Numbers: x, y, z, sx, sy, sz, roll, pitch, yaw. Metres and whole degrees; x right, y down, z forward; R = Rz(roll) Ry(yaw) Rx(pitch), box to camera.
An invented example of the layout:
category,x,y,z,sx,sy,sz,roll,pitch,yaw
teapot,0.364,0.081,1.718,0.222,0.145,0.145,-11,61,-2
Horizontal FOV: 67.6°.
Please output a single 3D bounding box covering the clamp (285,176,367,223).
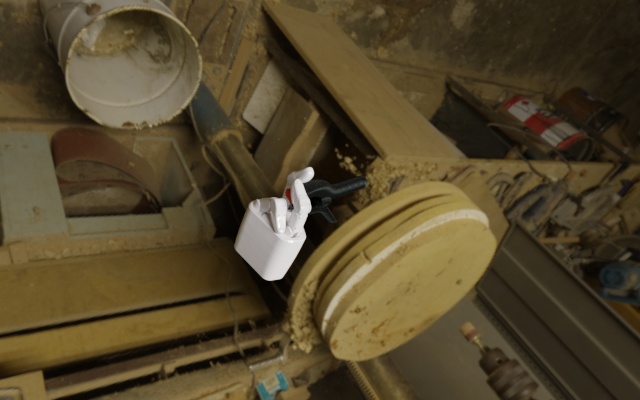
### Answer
category,x,y,z,sx,sy,sz,roll,pitch,yaw
clamp,0.000,0.003,0.886,0.171,0.120,0.039,-3,42,-39
